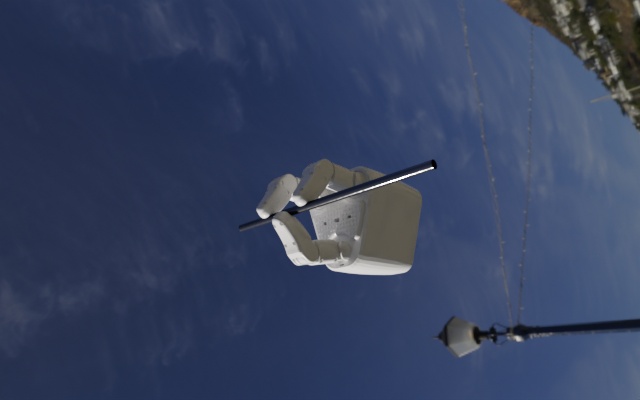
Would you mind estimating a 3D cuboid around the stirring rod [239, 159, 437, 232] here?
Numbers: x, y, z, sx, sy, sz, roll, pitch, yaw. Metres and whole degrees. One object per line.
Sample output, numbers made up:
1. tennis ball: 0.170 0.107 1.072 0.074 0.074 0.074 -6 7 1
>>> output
1. stirring rod: 0.000 0.001 0.440 0.239 0.011 0.011 -19 -13 41
